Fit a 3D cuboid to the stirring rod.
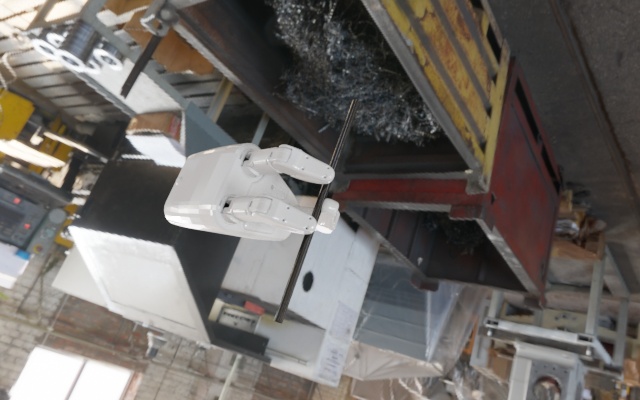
[{"bbox_3d":[0.000,0.001,0.465,0.011,0.239,0.011,17,-20,7],"label":"stirring rod"}]
